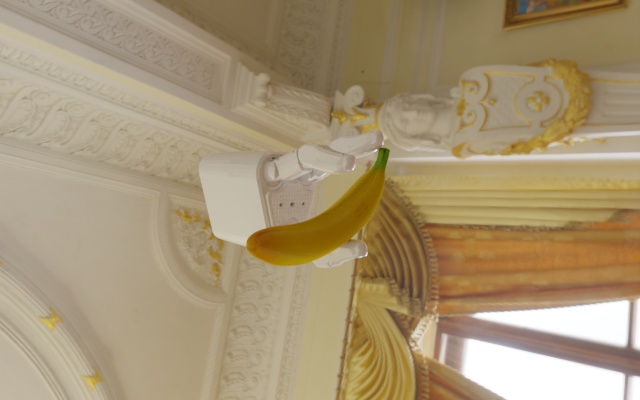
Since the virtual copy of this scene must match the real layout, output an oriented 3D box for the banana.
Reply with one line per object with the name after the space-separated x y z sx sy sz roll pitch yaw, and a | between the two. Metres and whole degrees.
0.006 0.016 0.447 0.037 0.070 0.197 9 32 39 | banana
